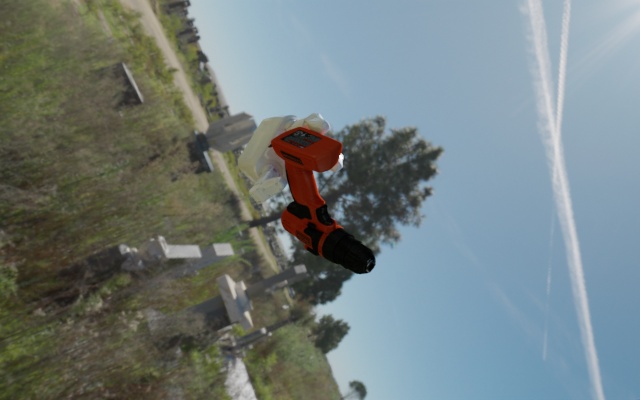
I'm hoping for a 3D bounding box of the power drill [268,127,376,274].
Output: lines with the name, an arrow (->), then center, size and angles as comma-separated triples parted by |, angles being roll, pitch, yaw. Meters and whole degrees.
power drill -> 0.000, 0.002, 0.669 | 0.057, 0.188, 0.184 | -31, 40, -32
